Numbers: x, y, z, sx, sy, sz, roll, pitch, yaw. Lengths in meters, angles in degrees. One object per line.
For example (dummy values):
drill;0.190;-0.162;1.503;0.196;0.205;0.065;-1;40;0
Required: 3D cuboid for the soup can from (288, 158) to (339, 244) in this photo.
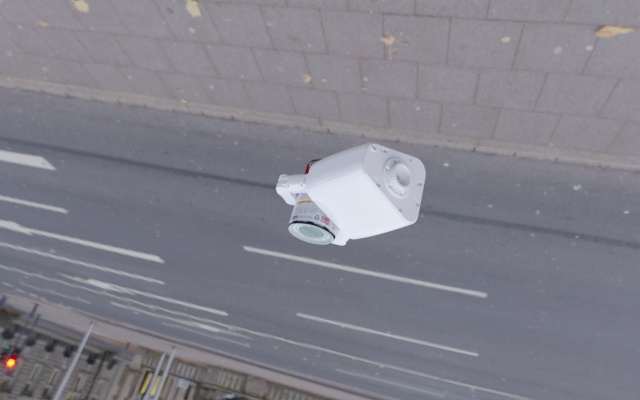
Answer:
soup can;0.000;0.002;0.669;0.068;0.102;0.068;13;-26;6
